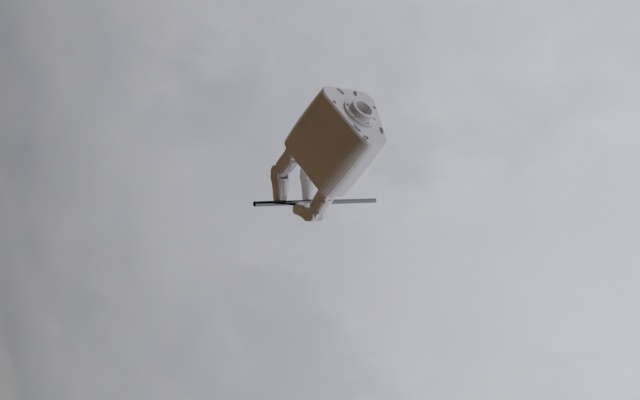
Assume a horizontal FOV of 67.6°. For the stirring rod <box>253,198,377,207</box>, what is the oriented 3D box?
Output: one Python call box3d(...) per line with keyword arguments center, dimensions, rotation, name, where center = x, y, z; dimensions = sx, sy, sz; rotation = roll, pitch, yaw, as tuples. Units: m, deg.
box3d(center=(0.000, 0.002, 0.755), dimensions=(0.239, 0.011, 0.011), rotation=(-1, 1, -38), name="stirring rod")
